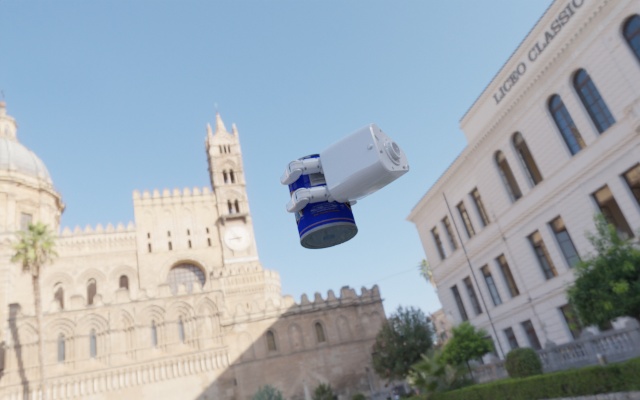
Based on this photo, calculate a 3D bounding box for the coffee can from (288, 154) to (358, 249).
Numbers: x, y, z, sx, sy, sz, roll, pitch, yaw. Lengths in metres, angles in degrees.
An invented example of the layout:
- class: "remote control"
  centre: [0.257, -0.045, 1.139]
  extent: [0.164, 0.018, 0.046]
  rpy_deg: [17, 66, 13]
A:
- class: "coffee can"
  centre: [0.000, 0.003, 0.848]
  extent: [0.103, 0.140, 0.103]
  rpy_deg: [-12, -24, -5]
